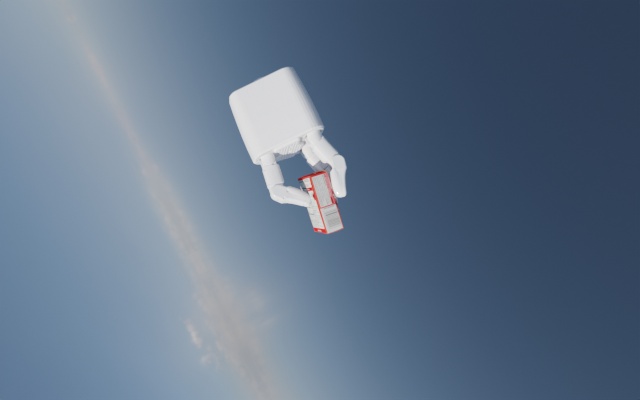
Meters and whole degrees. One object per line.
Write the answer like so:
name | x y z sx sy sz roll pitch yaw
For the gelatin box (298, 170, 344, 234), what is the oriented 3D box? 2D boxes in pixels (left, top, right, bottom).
gelatin box | 0.000 0.003 0.705 0.030 0.089 0.073 -18 3 -15
